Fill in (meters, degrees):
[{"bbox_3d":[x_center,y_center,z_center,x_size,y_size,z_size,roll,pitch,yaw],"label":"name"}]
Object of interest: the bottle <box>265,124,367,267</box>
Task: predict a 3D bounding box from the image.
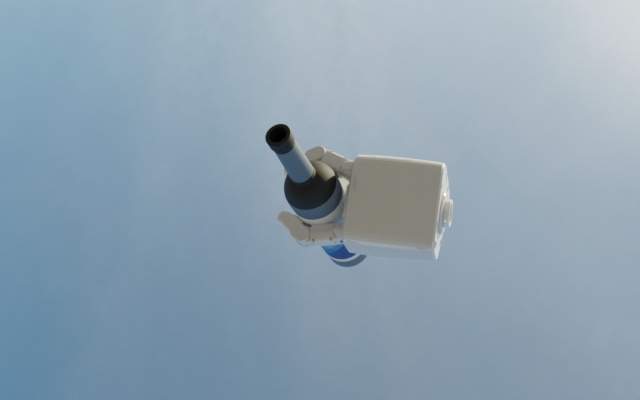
[{"bbox_3d":[0.000,0.002,0.598,0.069,0.069,0.296,0,-27,19],"label":"bottle"}]
